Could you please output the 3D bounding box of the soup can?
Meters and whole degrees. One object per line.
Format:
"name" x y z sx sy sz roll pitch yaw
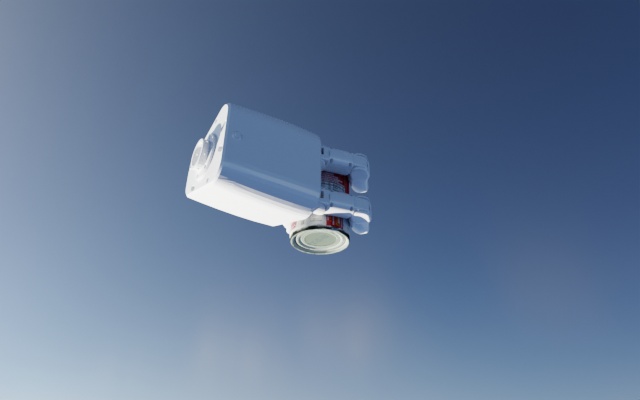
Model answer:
"soup can" 0.000 0.002 0.545 0.068 0.102 0.068 0 -30 0
